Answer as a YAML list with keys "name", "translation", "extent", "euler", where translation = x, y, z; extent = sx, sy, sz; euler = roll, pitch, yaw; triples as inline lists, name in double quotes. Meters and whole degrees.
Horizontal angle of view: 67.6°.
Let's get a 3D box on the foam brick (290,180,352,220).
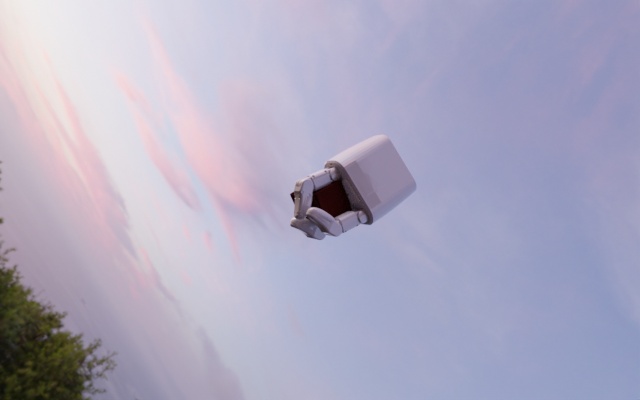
- name: "foam brick"
  translation: [0.000, 0.002, 0.738]
  extent: [0.051, 0.053, 0.078]
  euler: [-31, 19, -26]
